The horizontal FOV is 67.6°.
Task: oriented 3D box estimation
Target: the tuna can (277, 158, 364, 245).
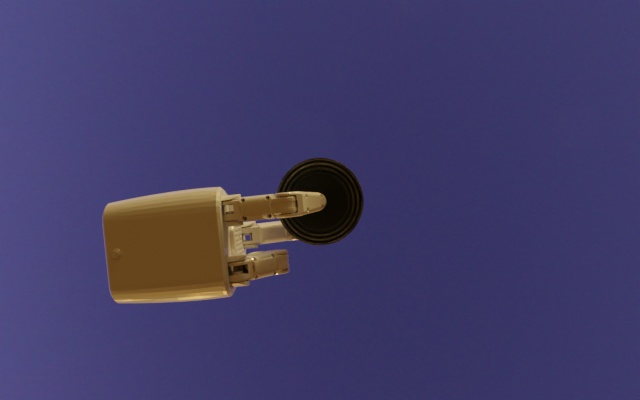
[{"bbox_3d":[0.000,0.002,0.481,0.086,0.086,0.034,0,-3,4],"label":"tuna can"}]
